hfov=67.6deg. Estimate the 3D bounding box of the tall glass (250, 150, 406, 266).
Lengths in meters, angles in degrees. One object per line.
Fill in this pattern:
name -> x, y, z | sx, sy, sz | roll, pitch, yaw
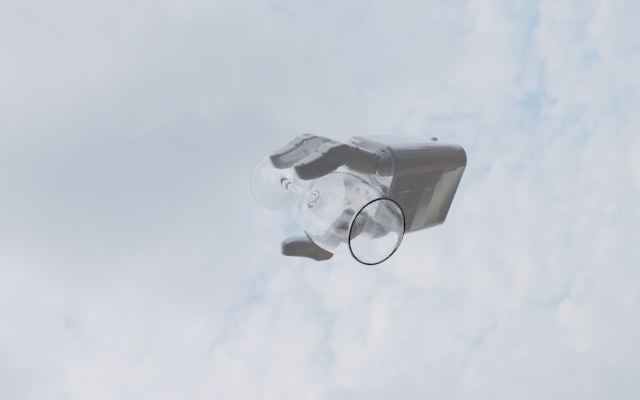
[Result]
tall glass -> 0.000, 0.002, 0.493 | 0.079, 0.079, 0.201 | 0, 15, -31
